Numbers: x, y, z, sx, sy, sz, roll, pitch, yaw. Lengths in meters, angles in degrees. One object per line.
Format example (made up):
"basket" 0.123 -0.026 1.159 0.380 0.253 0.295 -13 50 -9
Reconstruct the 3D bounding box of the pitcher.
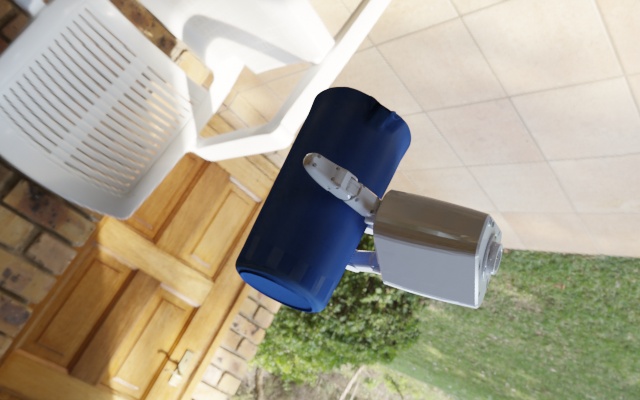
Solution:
"pitcher" 0.000 0.002 0.562 0.145 0.242 0.149 13 -27 30
